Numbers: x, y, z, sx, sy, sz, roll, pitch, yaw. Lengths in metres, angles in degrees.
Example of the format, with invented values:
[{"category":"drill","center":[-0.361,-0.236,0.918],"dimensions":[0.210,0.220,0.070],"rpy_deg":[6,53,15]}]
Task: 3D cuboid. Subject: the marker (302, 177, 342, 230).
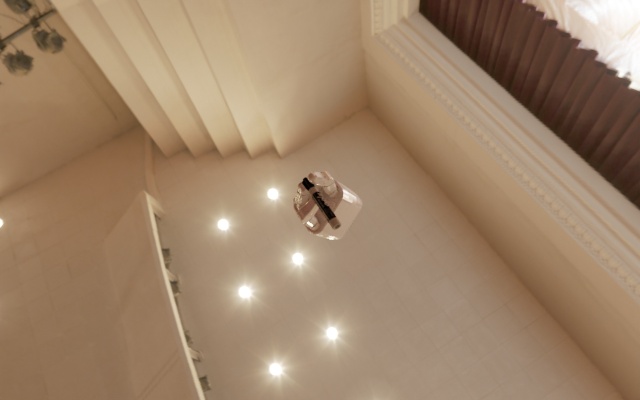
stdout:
[{"category":"marker","center":[0.000,0.003,0.880],"dimensions":[0.020,0.121,0.020],"rpy_deg":[-26,-29,-16]}]
